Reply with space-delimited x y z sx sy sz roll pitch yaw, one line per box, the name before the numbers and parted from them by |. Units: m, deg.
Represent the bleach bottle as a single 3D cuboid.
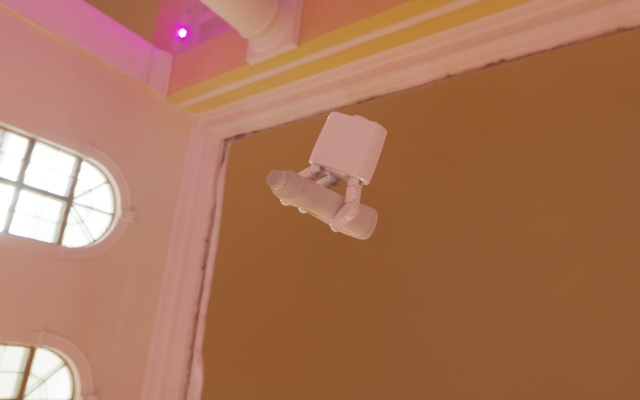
bleach bottle | 0.000 0.003 0.868 0.102 0.068 0.251 16 -7 40
